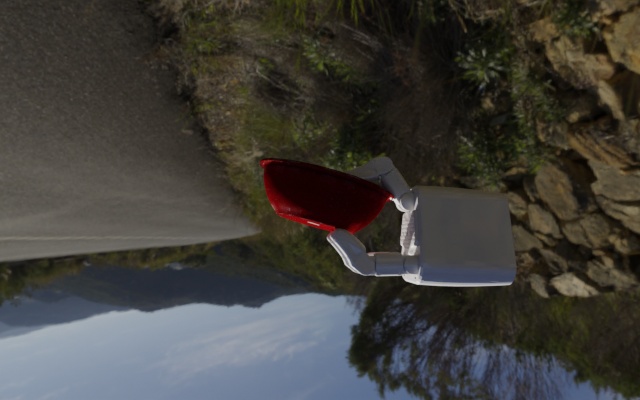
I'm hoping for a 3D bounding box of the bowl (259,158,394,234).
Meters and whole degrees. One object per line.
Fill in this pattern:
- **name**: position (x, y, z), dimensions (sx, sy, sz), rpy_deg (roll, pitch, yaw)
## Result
- **bowl**: position (-0.001, 0.002, 0.554), dimensions (0.162, 0.055, 0.162), rpy_deg (15, -6, 2)
